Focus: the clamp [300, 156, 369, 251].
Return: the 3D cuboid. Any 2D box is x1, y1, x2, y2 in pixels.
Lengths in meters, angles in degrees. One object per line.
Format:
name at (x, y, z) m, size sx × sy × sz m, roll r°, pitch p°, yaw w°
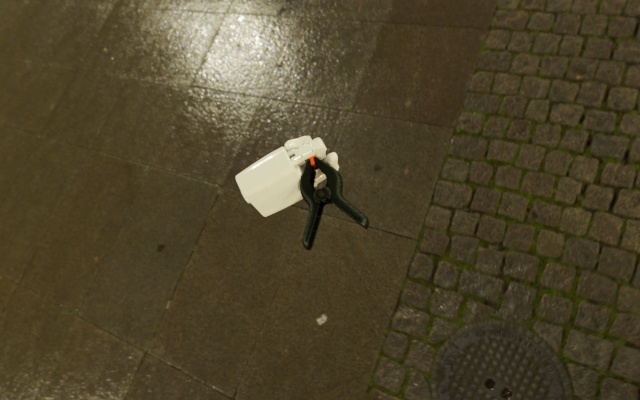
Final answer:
clamp at (0.000, 0.002, 0.845) m, size 0.120 × 0.171 × 0.039 m, roll -26°, pitch -28°, yaw 1°
